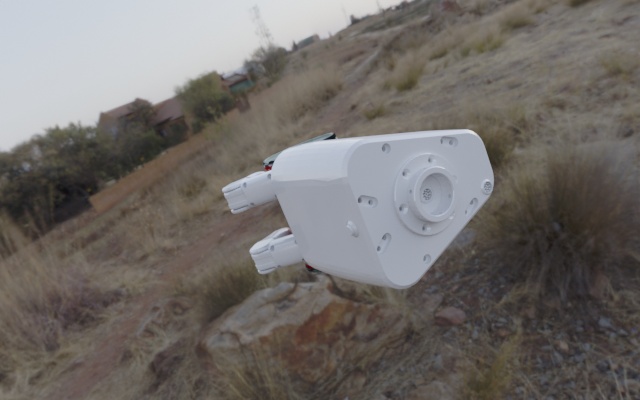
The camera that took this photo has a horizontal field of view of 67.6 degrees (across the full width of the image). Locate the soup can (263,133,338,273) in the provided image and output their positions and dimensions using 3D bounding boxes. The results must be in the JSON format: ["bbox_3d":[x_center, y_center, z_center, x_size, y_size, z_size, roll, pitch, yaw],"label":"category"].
[{"bbox_3d":[0.000,0.001,0.410,0.068,0.102,0.068,-21,12,5],"label":"soup can"}]
